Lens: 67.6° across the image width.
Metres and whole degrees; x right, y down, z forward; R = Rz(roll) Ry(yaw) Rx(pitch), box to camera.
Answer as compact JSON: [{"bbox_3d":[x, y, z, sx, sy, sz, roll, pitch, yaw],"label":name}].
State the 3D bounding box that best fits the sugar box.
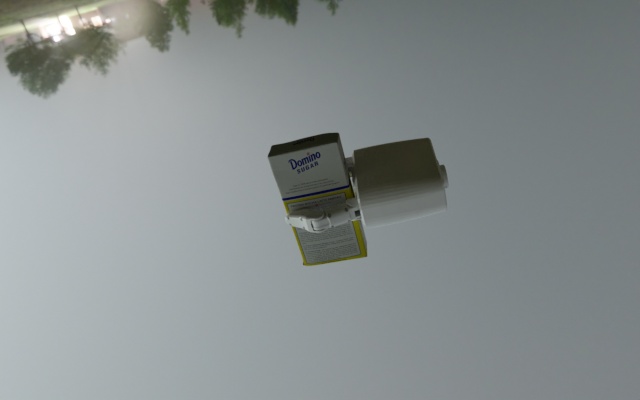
[{"bbox_3d":[0.000,0.002,0.639,0.093,0.176,0.048,-11,26,10],"label":"sugar box"}]
